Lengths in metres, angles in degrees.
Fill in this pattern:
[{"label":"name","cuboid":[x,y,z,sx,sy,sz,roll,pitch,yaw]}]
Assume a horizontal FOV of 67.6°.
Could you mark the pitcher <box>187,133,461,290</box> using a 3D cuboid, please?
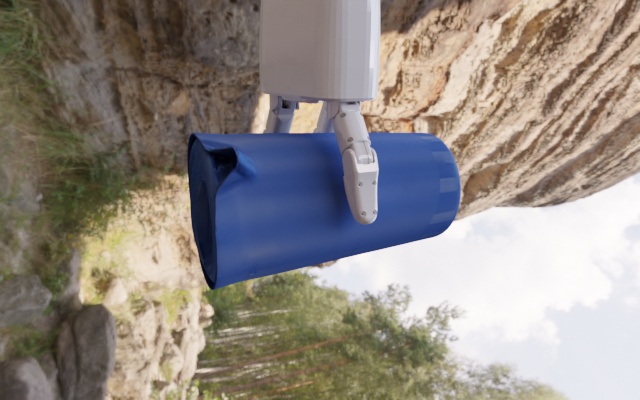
[{"label":"pitcher","cuboid":[0.000,0.001,0.455,0.243,0.145,0.149,-6,17,-22]}]
